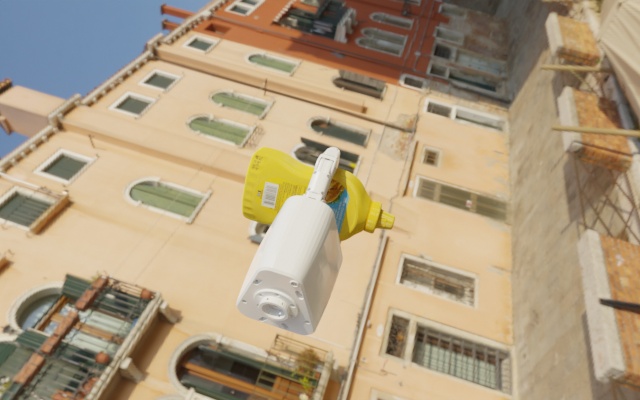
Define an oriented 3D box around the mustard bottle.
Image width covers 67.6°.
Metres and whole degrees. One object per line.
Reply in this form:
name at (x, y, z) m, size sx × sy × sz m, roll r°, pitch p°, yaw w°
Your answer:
mustard bottle at (0.000, 0.002, 0.608) m, size 0.191 × 0.096 × 0.058 m, roll 16°, pitch 22°, yaw 6°
